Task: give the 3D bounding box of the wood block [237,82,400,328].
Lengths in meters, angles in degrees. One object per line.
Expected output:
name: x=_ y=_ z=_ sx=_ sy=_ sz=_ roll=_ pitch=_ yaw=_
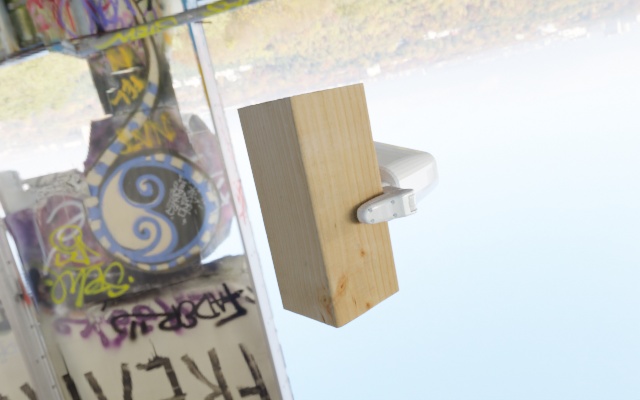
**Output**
wood block: x=0.001 y=0.002 z=0.460 sx=0.090 sy=0.206 sz=0.091 roll=-21 pitch=15 yaw=-38
